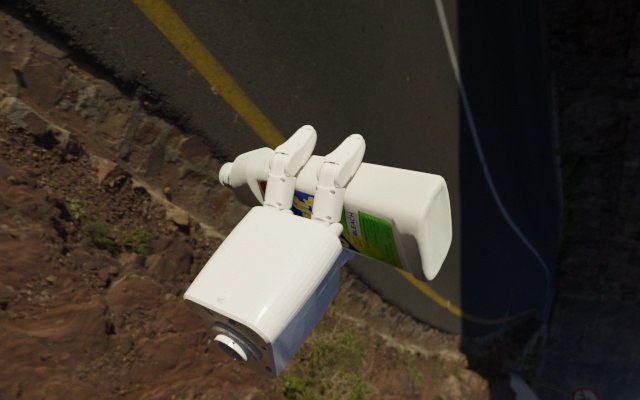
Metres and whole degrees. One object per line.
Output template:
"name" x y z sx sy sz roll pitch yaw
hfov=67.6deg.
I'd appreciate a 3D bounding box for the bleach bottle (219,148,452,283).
"bleach bottle" 0.000 0.001 0.485 0.251 0.103 0.068 13 50 32
